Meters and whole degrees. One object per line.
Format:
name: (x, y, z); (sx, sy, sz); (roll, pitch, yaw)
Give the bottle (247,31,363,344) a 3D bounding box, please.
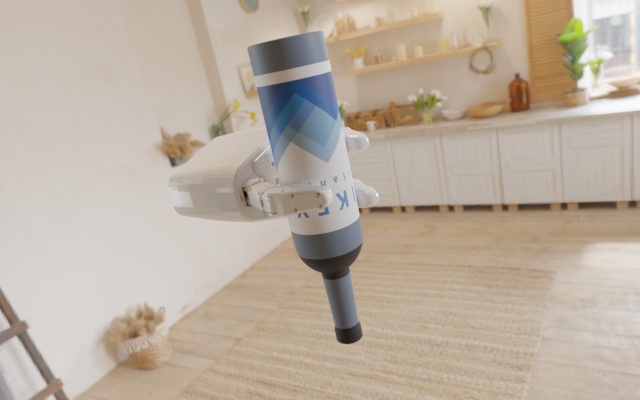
bottle: (0.000, 0.001, 0.446); (0.069, 0.296, 0.069); (-11, 17, 3)
